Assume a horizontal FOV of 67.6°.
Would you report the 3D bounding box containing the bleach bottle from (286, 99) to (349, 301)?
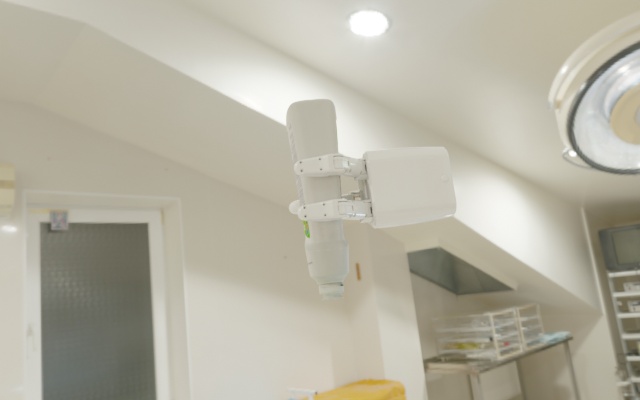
[{"bbox_3d":[0.000,0.002,0.624,0.068,0.250,0.102,-6,-10,-4],"label":"bleach bottle"}]
